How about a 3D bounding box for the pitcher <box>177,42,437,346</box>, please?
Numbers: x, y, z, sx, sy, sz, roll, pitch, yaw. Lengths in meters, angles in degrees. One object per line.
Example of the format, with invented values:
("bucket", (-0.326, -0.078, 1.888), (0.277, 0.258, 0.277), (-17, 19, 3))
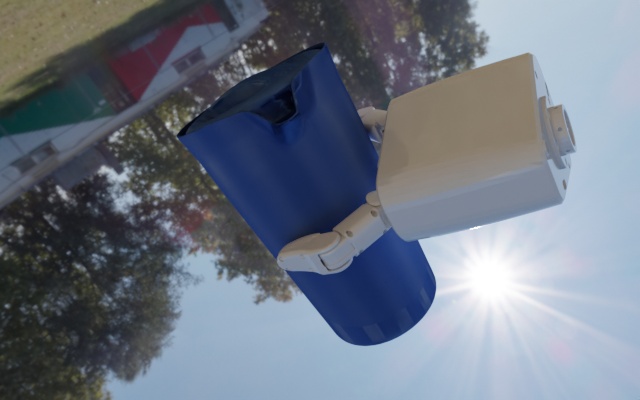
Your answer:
("pitcher", (0.000, 0.001, 0.416), (0.145, 0.243, 0.149), (-16, 26, 34))
